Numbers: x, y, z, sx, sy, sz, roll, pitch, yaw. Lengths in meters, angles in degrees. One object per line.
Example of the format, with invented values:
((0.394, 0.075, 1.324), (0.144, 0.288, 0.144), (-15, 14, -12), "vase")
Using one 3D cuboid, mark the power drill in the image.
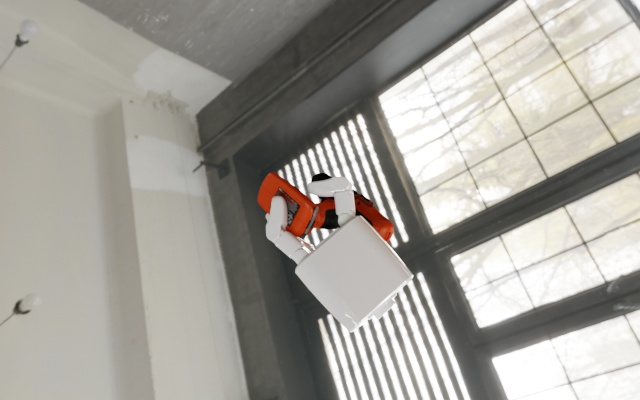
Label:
((0.000, 0.003, 0.726), (0.187, 0.057, 0.184), (5, 26, -46), "power drill")
